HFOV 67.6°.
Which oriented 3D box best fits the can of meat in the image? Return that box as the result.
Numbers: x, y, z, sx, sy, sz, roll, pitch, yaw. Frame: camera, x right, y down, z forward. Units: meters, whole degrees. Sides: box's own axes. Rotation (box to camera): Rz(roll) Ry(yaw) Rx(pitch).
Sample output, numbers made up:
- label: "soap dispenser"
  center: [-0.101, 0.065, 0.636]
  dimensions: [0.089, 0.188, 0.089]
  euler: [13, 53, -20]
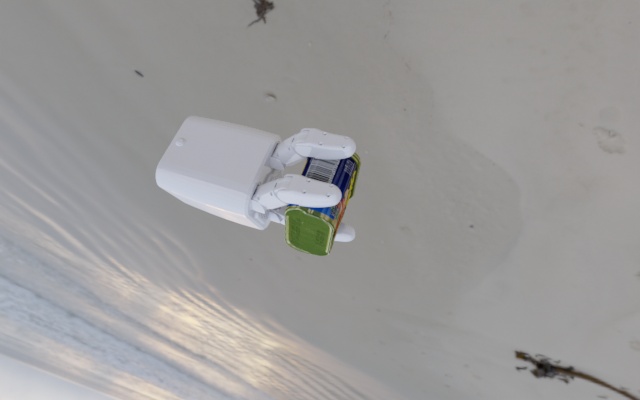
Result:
- label: "can of meat"
  center: [0.000, 0.002, 0.503]
  dimensions: [0.057, 0.084, 0.102]
  euler: [18, -28, 6]
